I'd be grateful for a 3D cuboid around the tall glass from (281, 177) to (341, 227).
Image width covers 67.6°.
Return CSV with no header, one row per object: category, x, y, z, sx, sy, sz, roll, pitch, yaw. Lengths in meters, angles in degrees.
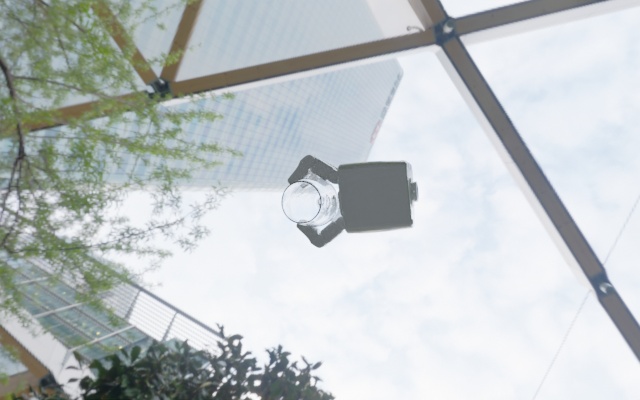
tall glass,0.000,0.003,0.779,0.079,0.079,0.201,0,0,17
